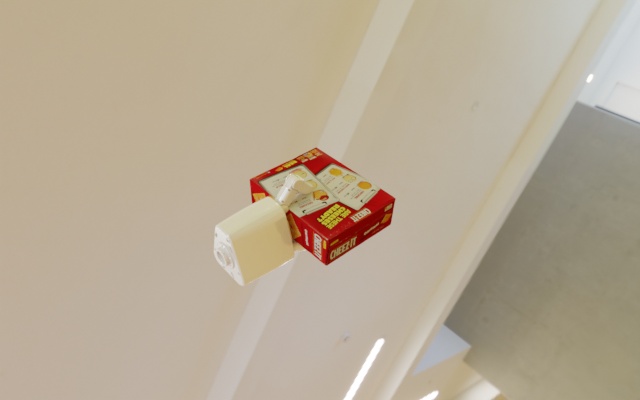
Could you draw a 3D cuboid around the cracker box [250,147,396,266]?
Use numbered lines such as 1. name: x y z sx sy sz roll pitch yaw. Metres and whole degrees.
1. cracker box: 0.000 0.003 0.865 0.164 0.072 0.213 -29 49 -31
